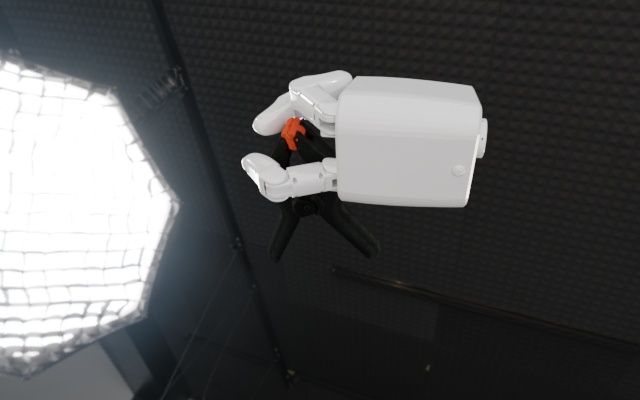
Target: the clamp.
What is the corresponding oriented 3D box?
[{"bbox_3d":[0.000,0.001,0.465,0.120,0.172,0.039,-1,42,3],"label":"clamp"}]
